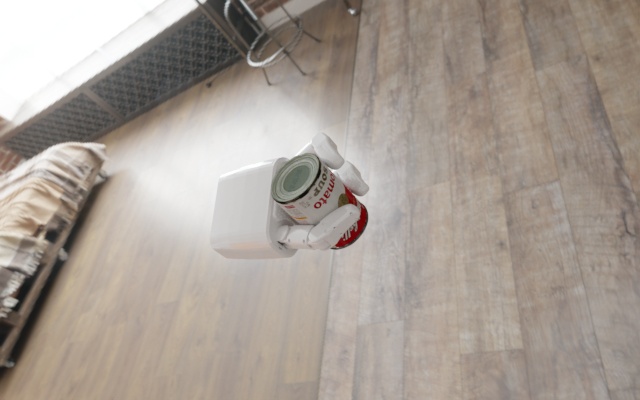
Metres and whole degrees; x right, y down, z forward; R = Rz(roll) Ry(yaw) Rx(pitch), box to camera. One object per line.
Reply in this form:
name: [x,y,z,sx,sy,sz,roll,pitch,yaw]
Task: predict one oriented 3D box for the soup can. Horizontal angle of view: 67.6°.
soup can: [0.000,0.002,0.540,0.068,0.068,0.102,0,-33,42]
